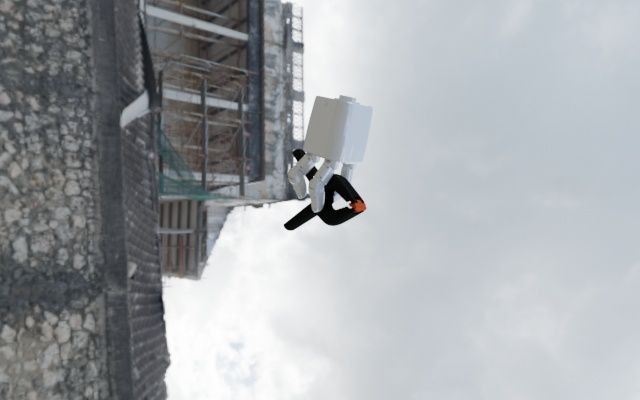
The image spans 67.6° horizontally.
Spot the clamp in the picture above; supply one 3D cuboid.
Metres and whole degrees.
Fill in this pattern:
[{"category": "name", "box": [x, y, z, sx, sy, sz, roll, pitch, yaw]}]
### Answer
[{"category": "clamp", "box": [0.001, 0.003, 0.893, 0.036, 0.164, 0.210, 1, 16, -41]}]
